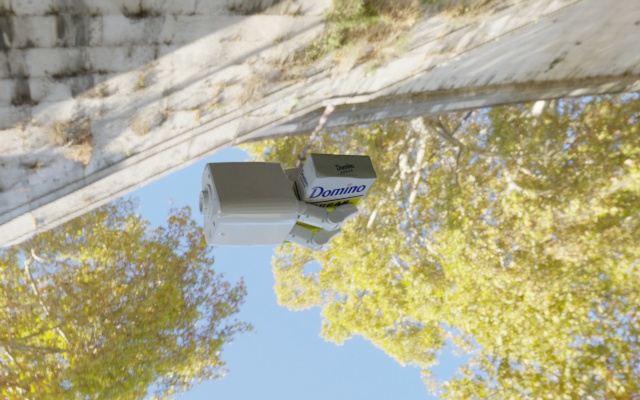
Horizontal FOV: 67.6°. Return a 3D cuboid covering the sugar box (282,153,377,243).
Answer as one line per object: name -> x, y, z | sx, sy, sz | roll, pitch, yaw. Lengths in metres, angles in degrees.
sugar box -> 0.000, 0.003, 0.693 | 0.093, 0.048, 0.176 | -1, -31, -26
